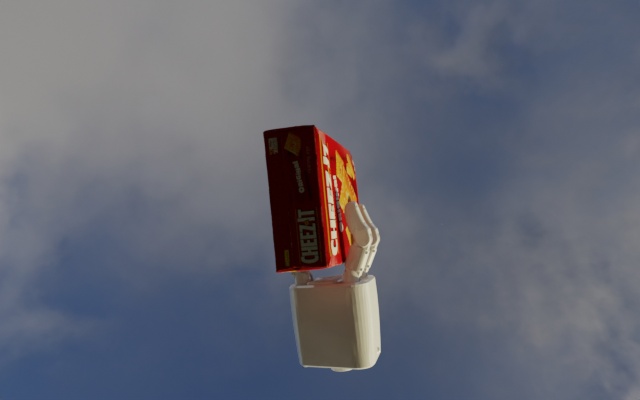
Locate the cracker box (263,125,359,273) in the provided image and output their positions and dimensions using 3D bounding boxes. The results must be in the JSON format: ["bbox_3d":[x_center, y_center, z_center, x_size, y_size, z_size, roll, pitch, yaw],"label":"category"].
[{"bbox_3d":[0.000,0.002,0.632,0.072,0.164,0.214,-7,-4,14],"label":"cracker box"}]
